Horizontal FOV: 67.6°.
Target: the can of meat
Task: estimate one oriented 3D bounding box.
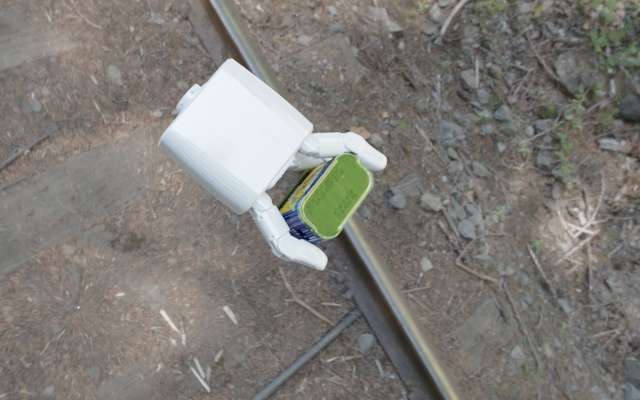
[{"bbox_3d":[0.000,0.002,0.517,0.057,0.102,0.084,43,-26,-12],"label":"can of meat"}]
